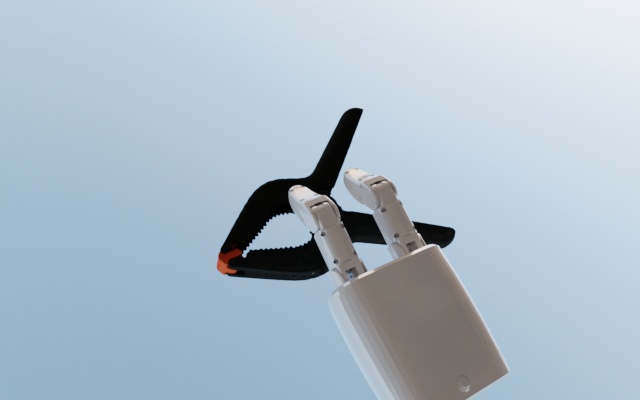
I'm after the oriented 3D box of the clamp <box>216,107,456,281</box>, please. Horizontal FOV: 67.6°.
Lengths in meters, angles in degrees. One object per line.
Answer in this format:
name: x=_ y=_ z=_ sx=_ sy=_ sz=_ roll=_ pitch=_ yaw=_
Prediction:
clamp: x=0.000 y=0.002 z=0.428 sx=0.210 sy=0.164 sz=0.036 roll=-20 pitch=-21 yaw=-23
